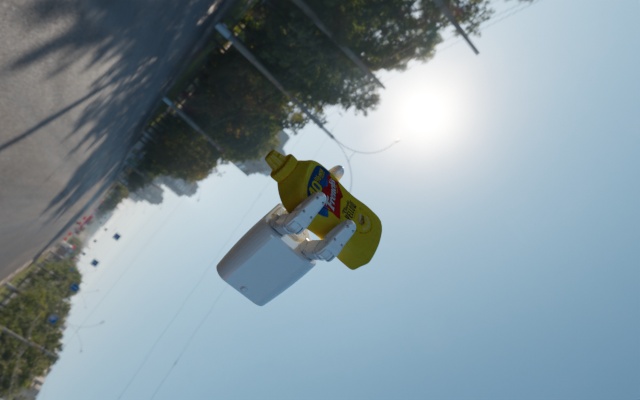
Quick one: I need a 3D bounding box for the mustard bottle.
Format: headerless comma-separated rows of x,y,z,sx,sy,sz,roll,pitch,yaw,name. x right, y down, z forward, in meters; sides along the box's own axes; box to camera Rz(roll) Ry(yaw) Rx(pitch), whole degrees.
0.001,0.002,0.643,0.192,0.096,0.058,42,-48,-19,mustard bottle
